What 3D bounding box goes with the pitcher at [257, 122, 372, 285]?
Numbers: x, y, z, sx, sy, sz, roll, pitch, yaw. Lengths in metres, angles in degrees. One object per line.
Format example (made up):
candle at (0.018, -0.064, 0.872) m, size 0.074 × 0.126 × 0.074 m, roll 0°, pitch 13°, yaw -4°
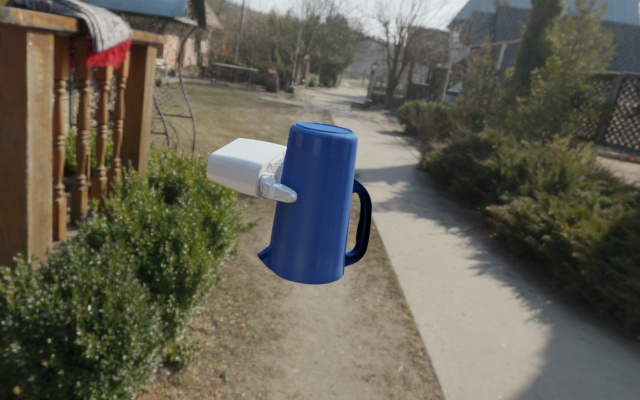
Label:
pitcher at (0.000, 0.002, 0.773) m, size 0.145 × 0.243 × 0.149 m, roll 16°, pitch 17°, yaw 24°
